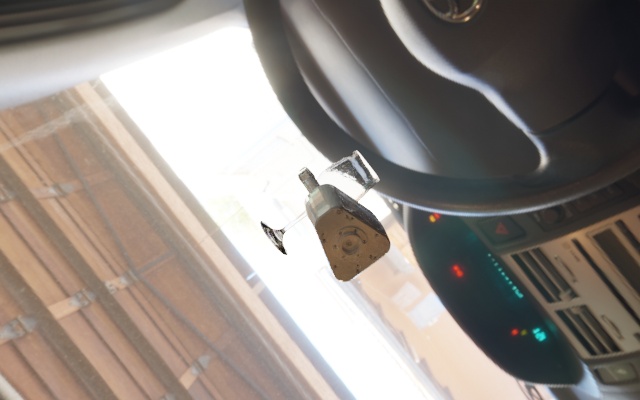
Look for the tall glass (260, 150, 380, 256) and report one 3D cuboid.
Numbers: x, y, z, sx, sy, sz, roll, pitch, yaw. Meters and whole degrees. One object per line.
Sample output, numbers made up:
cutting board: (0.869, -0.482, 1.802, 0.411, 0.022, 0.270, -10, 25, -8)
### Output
tall glass: (0.000, 0.003, 0.790, 0.201, 0.079, 0.079, -38, -3, 4)
